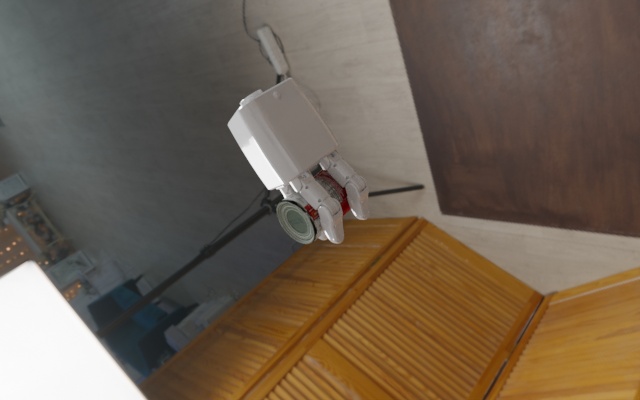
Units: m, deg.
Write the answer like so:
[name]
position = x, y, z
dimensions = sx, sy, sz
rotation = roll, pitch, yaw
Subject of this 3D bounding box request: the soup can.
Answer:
[soup can]
position = 0.000, 0.003, 0.630
dimensions = 0.068, 0.068, 0.102
rotation = 0, 31, 48
